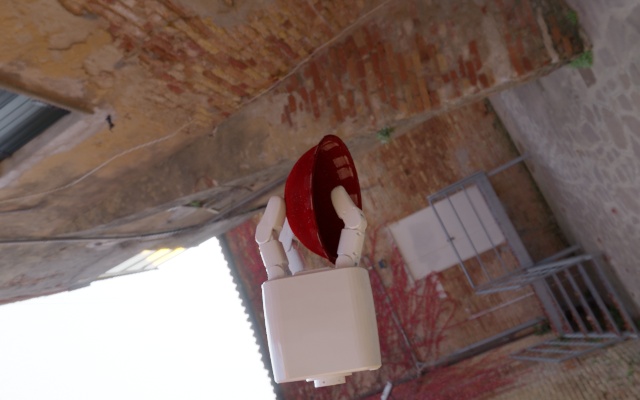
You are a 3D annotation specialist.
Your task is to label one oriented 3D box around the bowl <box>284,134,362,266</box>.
[{"bbox_3d":[0.000,0.001,0.591,0.055,0.162,0.162,-5,-2,24],"label":"bowl"}]
